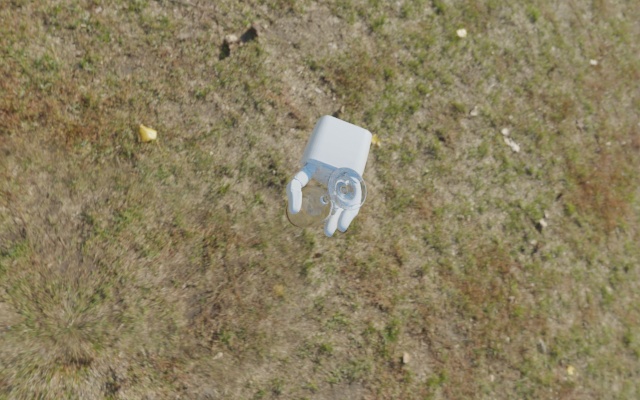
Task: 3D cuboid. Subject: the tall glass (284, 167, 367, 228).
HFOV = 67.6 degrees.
[{"bbox_3d":[0.000,0.003,0.874,0.079,0.079,0.201,0,-14,-28],"label":"tall glass"}]
